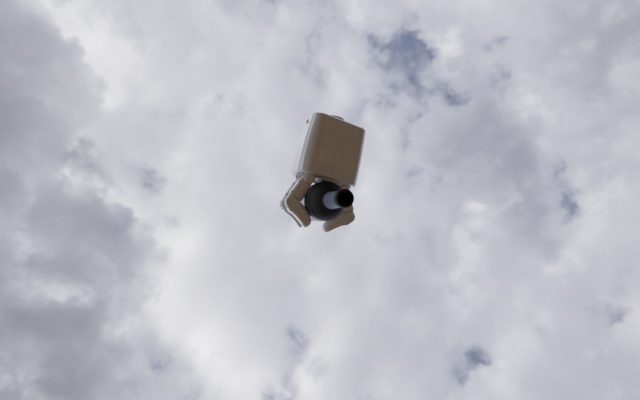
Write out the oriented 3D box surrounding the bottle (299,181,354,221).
[{"bbox_3d":[0.000,0.003,0.828,0.069,0.069,0.296,0,-2,-14],"label":"bottle"}]
